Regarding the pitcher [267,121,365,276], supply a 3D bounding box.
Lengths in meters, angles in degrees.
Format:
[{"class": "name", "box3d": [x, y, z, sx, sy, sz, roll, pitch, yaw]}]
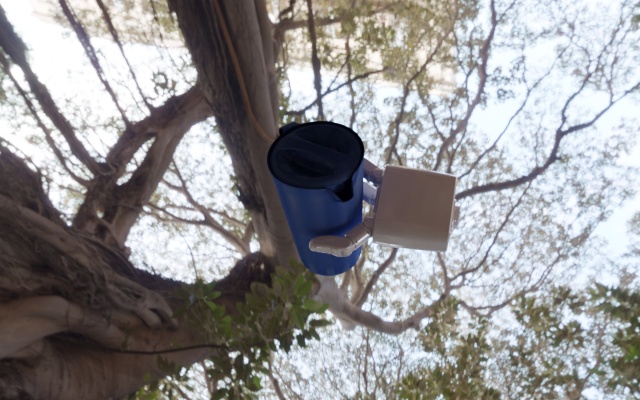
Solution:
[{"class": "pitcher", "box3d": [0.000, 0.002, 0.735, 0.145, 0.149, 0.243, 7, -39, 13]}]
